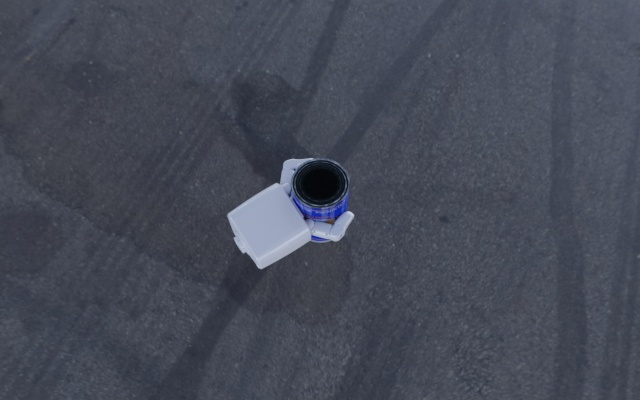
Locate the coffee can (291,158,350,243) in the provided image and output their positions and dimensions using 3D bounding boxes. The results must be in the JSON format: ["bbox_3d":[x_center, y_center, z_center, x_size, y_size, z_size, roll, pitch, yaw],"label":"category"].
[{"bbox_3d":[0.000,0.003,0.883,0.103,0.102,0.140,0,-29,0],"label":"coffee can"}]
